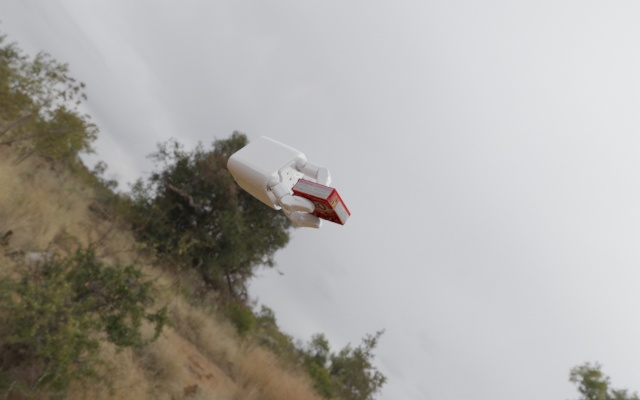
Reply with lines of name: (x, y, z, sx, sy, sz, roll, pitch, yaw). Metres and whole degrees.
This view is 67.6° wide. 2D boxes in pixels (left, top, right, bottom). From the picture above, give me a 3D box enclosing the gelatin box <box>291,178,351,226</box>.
gelatin box: (0.001, 0.002, 0.832, 0.089, 0.030, 0.073, 17, -28, 40)
